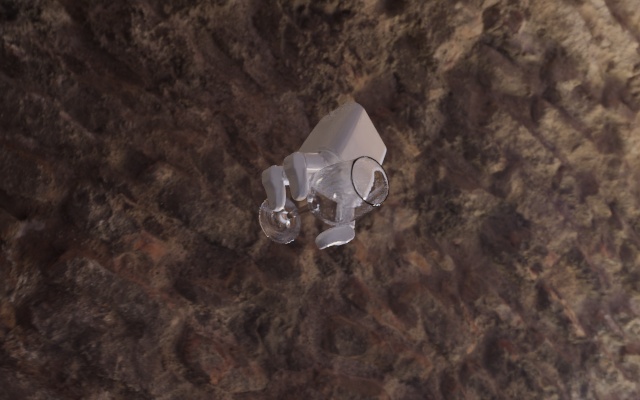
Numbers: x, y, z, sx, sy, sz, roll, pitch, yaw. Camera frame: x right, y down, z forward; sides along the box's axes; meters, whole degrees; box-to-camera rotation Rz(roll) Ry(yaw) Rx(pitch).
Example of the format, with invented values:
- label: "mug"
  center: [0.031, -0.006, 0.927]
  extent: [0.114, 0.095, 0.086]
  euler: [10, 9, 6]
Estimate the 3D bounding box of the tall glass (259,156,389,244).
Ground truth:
- label: "tall glass"
  center: [0.000, 0.002, 0.639]
  extent: [0.079, 0.079, 0.201]
  euler: [0, -15, -38]
